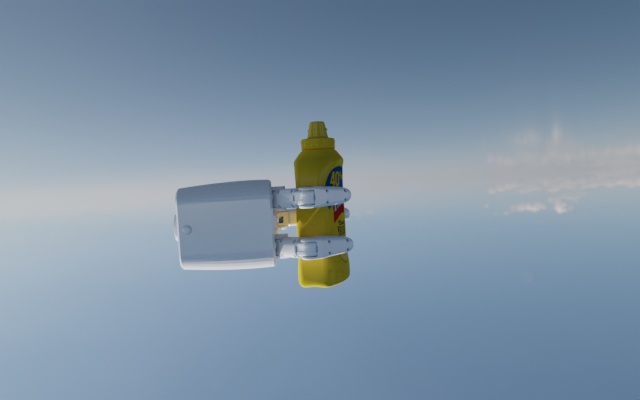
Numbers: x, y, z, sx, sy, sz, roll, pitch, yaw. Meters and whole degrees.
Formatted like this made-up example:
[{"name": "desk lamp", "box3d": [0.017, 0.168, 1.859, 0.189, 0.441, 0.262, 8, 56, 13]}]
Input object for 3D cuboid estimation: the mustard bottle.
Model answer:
[{"name": "mustard bottle", "box3d": [0.000, 0.002, 0.574, 0.058, 0.191, 0.096, -3, 2, 18]}]
